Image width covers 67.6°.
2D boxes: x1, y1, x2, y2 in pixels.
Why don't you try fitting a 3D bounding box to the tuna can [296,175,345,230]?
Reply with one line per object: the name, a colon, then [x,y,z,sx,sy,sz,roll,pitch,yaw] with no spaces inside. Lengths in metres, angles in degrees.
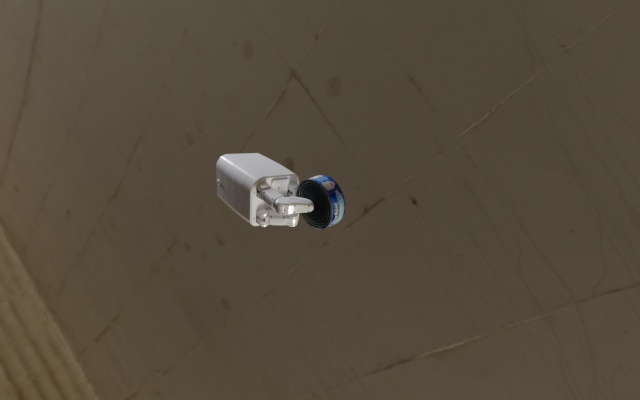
tuna can: [0.001,0.002,0.777,0.033,0.086,0.086,-22,14,-38]
